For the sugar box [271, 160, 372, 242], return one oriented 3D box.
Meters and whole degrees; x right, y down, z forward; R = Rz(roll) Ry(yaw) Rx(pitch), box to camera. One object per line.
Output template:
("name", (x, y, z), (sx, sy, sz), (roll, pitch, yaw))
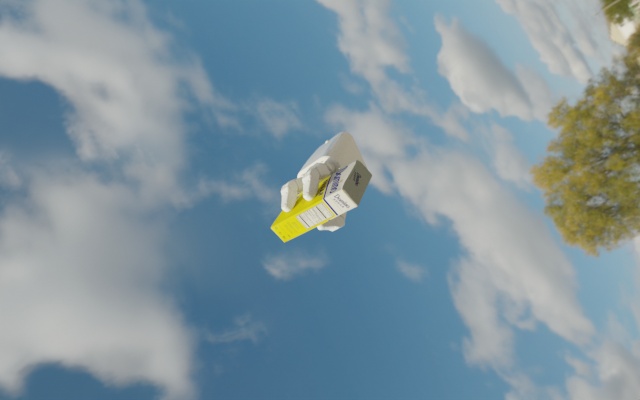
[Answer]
("sugar box", (0.000, 0.002, 0.817), (0.176, 0.048, 0.093), (-32, 18, 38))
